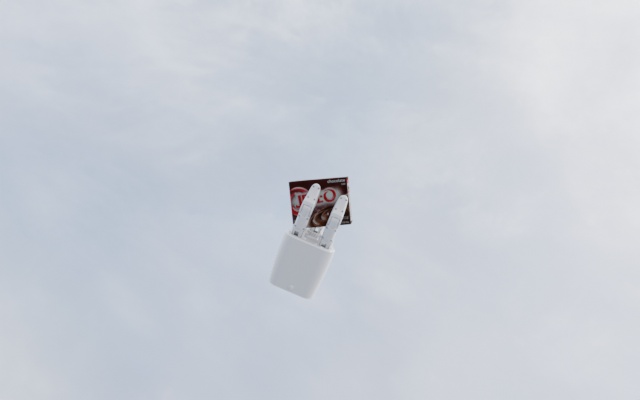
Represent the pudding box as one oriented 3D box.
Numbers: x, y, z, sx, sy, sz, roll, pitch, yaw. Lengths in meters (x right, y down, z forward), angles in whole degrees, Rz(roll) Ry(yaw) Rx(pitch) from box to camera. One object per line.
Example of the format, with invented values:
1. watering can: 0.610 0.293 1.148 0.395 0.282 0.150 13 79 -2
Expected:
1. pudding box: 0.000 0.003 0.900 0.113 0.090 0.039 -5 6 6
